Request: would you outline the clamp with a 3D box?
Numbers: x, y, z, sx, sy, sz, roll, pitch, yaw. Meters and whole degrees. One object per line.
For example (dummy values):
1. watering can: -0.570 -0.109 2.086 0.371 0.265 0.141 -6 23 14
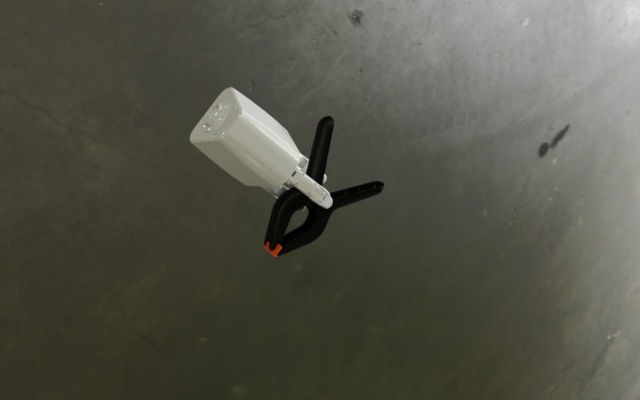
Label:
1. clamp: 0.000 0.003 0.717 0.165 0.210 0.036 38 -4 -35
